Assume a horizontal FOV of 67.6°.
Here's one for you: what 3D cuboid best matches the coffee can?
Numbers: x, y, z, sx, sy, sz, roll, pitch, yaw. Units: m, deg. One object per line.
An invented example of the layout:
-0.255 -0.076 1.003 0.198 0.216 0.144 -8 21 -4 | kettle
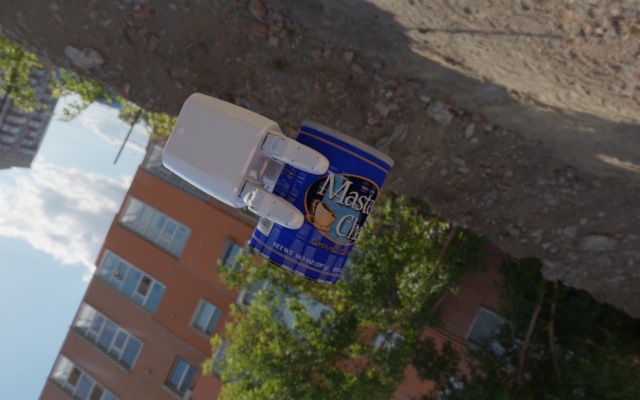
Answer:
0.000 0.002 0.495 0.103 0.140 0.103 25 3 -1 | coffee can
